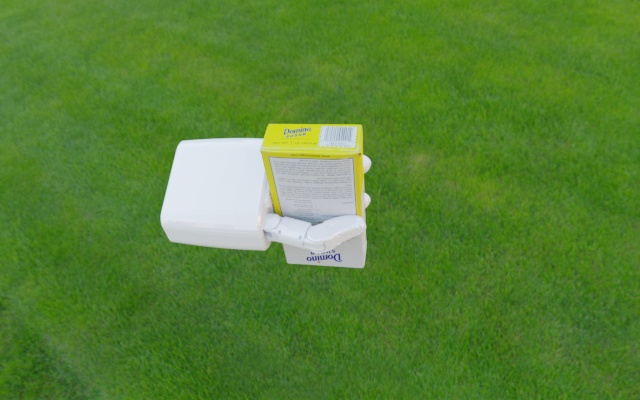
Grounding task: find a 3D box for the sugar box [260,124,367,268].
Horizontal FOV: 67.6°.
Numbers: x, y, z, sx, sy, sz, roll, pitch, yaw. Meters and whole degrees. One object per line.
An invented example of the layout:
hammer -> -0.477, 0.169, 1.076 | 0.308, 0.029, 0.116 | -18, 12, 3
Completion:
sugar box -> 0.000, 0.001, 0.500 | 0.093, 0.048, 0.176 | 3, -40, 9
